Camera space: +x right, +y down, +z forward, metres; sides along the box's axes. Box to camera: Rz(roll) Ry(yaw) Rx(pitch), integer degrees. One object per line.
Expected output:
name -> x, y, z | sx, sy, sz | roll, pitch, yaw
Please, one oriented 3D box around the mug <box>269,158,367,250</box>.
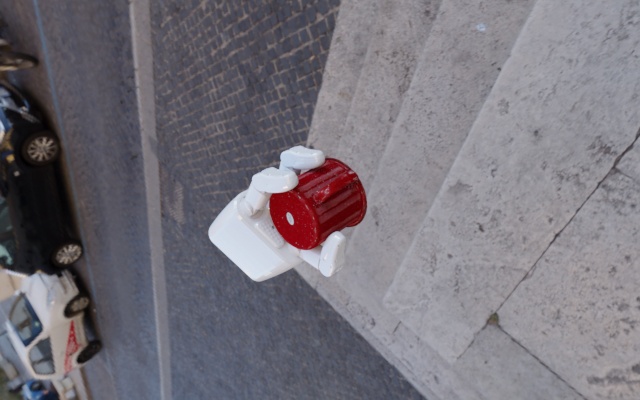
mug -> 0.001, 0.001, 0.552 | 0.081, 0.093, 0.117 | -30, -4, -39
